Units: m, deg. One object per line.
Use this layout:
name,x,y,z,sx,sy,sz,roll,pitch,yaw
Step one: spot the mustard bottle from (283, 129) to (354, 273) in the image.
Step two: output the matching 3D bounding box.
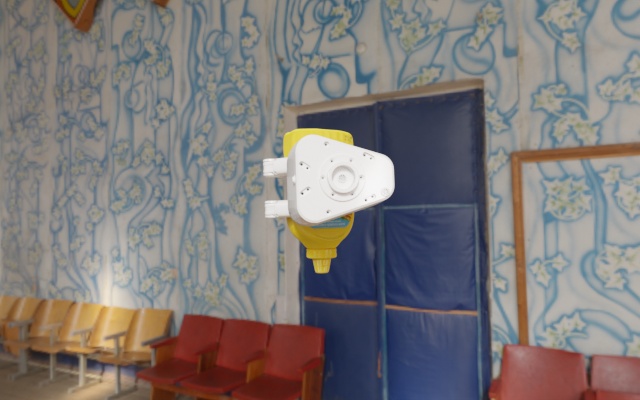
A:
mustard bottle,0.000,0.002,0.650,0.096,0.191,0.058,0,-2,-31
